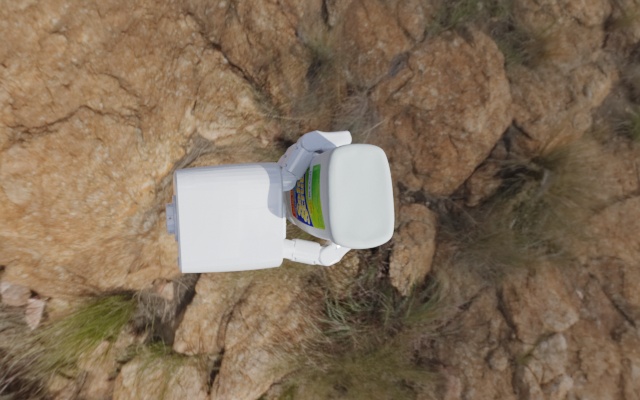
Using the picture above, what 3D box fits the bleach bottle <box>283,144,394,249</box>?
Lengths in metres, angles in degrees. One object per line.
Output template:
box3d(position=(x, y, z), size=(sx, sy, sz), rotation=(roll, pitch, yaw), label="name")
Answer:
box3d(position=(0.000, 0.002, 0.559), size=(0.068, 0.102, 0.251), rotation=(-2, -3, -18), label="bleach bottle")
